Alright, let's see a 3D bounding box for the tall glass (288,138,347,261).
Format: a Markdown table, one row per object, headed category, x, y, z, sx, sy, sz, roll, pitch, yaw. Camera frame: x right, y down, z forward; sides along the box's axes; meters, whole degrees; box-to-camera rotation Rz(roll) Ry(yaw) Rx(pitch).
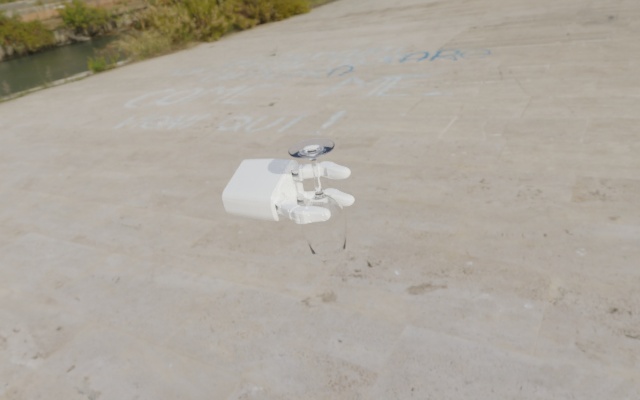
| category | x | y | z | sx | sy | sz | roll | pitch | yaw |
| --- | --- | --- | --- | --- | --- | --- | --- | --- | --- |
| tall glass | 0.000 | 0.002 | 0.800 | 0.079 | 0.201 | 0.079 | -8 | 29 | 4 |
